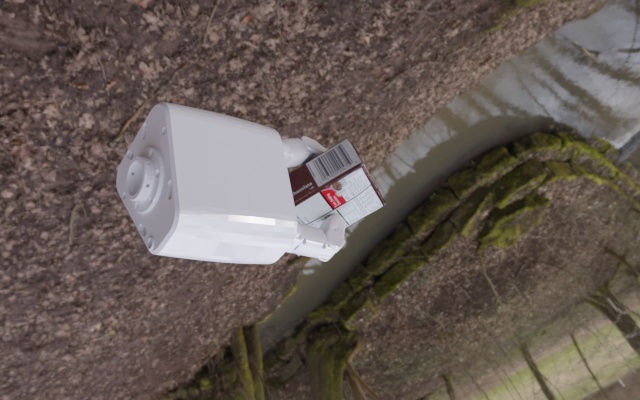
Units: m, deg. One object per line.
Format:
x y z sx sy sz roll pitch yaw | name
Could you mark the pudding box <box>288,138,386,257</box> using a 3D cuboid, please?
0.000 0.002 0.474 0.113 0.039 0.090 -30 -32 6 | pudding box
